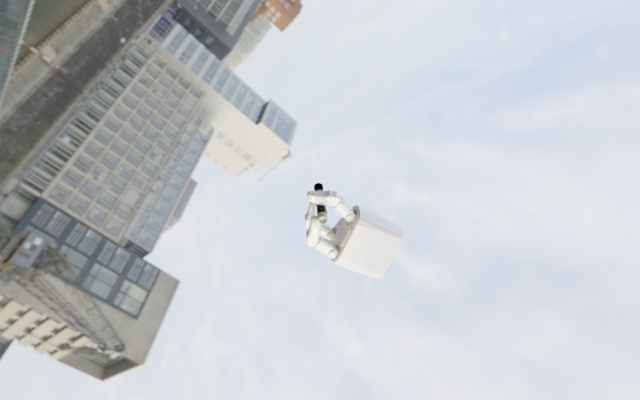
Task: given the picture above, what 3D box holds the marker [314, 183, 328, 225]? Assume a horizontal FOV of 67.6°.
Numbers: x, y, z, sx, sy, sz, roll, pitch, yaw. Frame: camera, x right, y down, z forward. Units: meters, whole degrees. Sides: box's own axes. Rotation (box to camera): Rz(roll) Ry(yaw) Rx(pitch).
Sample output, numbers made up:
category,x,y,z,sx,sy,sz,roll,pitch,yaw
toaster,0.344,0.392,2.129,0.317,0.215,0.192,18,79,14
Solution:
category,x,y,z,sx,sy,sz,roll,pitch,yaw
marker,0.000,0.003,0.893,0.020,0.020,0.121,0,33,-5
